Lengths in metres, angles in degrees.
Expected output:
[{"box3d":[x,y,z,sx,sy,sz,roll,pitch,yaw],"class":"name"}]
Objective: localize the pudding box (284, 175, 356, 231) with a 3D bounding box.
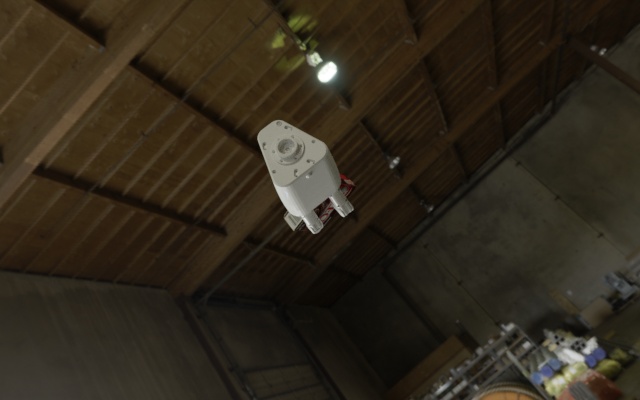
[{"box3d":[0.000,0.003,0.839,0.039,0.113,0.090,50,22,25],"class":"pudding box"}]
